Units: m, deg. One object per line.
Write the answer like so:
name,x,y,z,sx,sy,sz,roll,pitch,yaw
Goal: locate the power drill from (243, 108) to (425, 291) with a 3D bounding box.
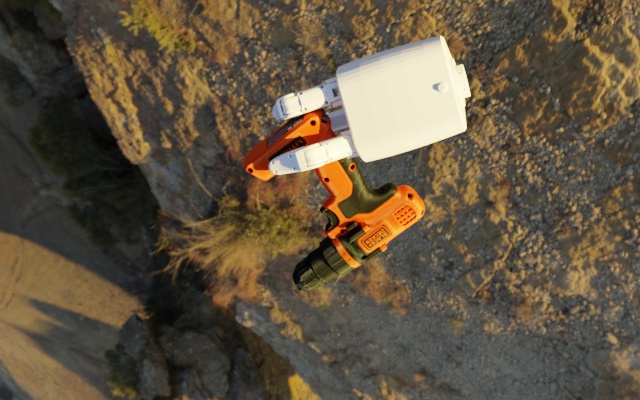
power drill,0.000,0.001,0.548,0.184,0.188,0.057,-38,23,10
